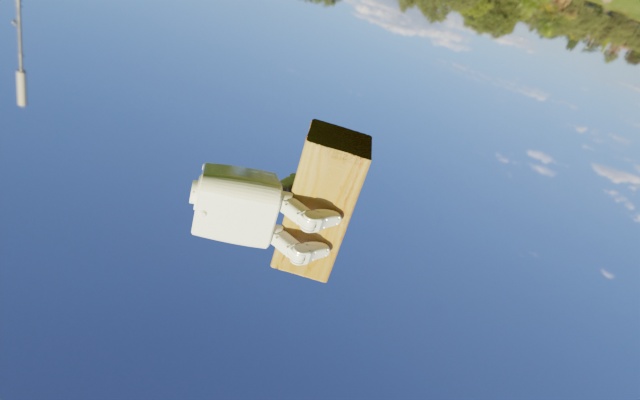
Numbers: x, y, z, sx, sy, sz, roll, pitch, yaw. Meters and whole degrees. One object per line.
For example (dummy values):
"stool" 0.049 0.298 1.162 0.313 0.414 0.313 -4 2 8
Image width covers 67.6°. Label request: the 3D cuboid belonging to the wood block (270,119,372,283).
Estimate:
"wood block" 0.000 0.002 0.685 0.090 0.206 0.090 16 29 -3
